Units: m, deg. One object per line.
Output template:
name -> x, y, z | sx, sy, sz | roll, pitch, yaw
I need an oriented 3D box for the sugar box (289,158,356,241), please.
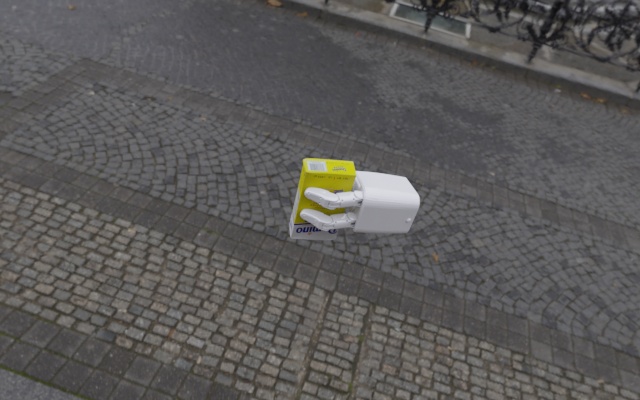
sugar box -> 0.000, 0.003, 0.891 | 0.093, 0.176, 0.048 | 3, 42, -12
